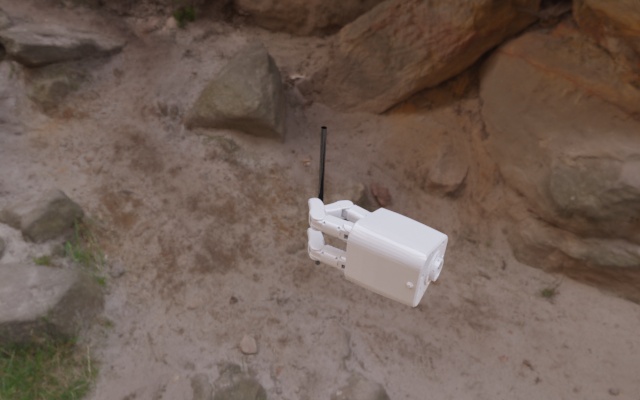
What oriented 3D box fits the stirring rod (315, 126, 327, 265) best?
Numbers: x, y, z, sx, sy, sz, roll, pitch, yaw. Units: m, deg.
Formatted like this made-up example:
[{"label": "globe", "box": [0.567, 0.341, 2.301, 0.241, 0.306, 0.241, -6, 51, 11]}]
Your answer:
[{"label": "stirring rod", "box": [0.000, 0.002, 0.700, 0.011, 0.240, 0.011, 2, 35, -1]}]
